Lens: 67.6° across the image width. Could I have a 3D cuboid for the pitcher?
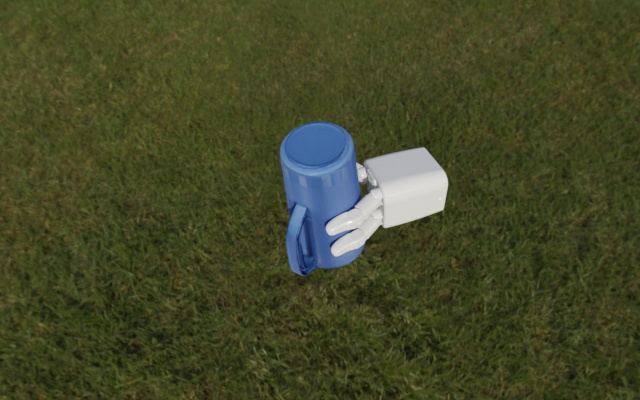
[{"bbox_3d":[0.000,0.002,0.766,0.145,0.149,0.243,-14,-39,-4],"label":"pitcher"}]
